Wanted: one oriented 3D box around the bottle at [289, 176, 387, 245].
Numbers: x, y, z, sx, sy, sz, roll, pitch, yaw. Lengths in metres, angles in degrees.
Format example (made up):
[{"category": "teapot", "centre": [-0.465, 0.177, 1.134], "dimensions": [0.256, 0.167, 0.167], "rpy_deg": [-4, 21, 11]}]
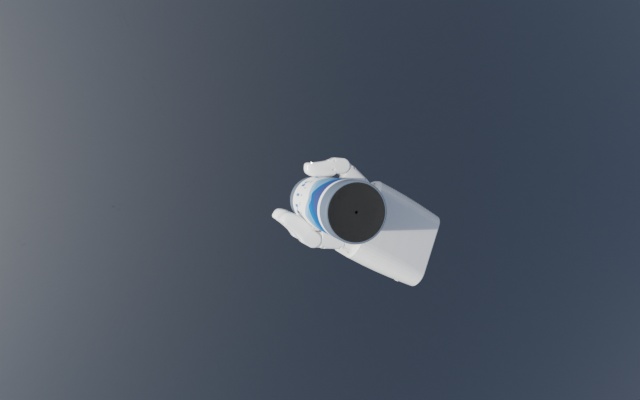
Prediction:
[{"category": "bottle", "centre": [0.000, 0.002, 0.628], "dimensions": [0.069, 0.069, 0.295], "rpy_deg": [0, 4, -15]}]
